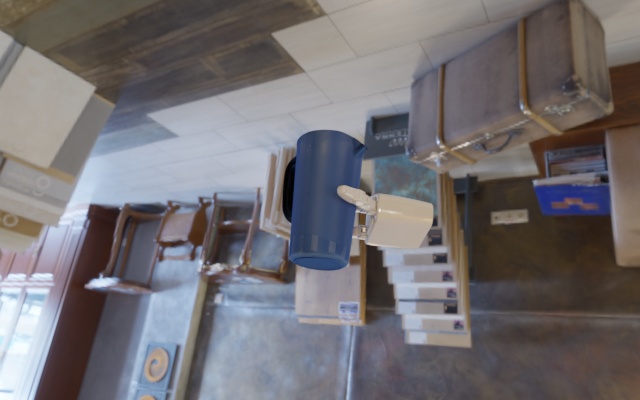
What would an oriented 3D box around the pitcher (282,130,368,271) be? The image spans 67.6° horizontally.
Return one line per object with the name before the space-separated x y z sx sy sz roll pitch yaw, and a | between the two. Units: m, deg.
pitcher | 0.000 0.003 0.895 0.145 0.242 0.149 9 -21 -6
